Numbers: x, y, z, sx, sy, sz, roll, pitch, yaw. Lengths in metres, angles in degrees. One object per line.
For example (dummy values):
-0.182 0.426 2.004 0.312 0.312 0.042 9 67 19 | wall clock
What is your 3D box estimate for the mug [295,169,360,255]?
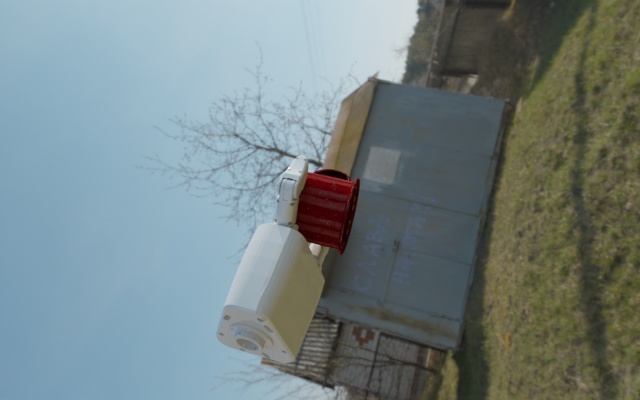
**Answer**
0.000 0.001 0.576 0.081 0.117 0.093 13 -42 9 | mug
